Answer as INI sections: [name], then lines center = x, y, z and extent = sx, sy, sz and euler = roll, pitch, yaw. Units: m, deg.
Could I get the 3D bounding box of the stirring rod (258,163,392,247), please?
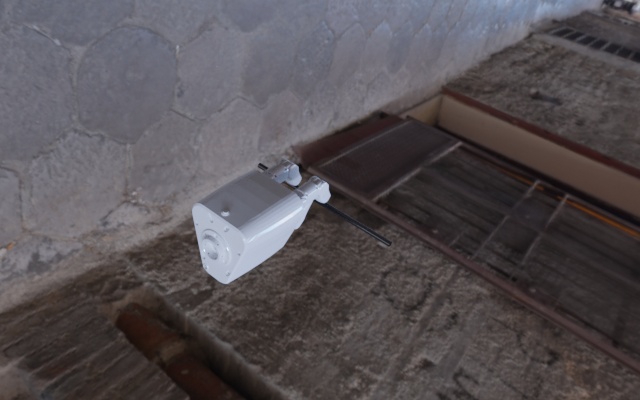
[stirring rod]
center = 0.000, 0.002, 0.697
extent = 0.239, 0.011, 0.011
euler = 31, 13, 22
